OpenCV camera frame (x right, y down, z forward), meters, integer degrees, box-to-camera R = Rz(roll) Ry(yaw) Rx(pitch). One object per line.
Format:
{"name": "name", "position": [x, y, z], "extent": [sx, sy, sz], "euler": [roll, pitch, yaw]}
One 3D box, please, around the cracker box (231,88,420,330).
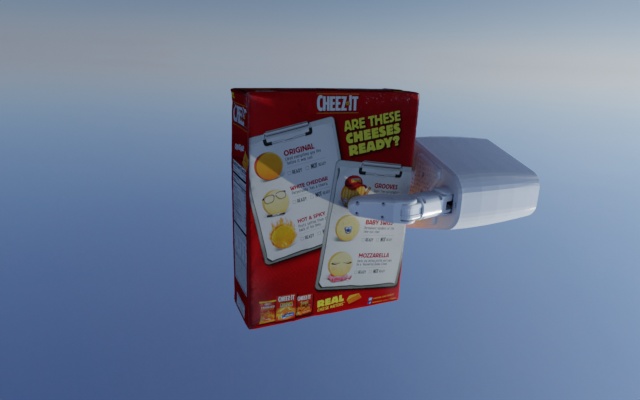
{"name": "cracker box", "position": [0.000, 0.002, 0.460], "extent": [0.164, 0.214, 0.072], "euler": [-5, 18, -24]}
